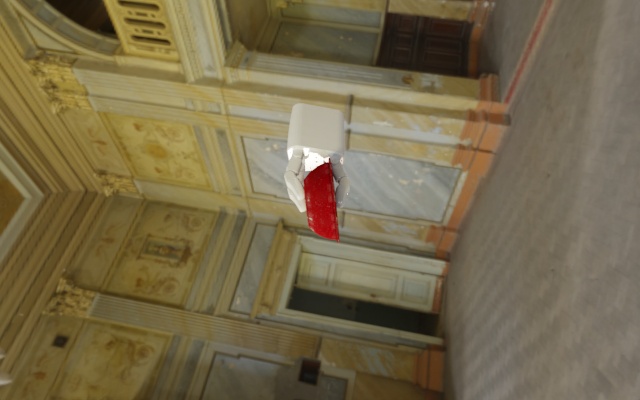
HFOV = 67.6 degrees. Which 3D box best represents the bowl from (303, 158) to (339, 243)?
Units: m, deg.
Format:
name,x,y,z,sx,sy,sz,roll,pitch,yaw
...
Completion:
name,x,y,z,sx,sy,sz,roll,pitch,yaw
bowl,0.000,0.004,0.896,0.055,0.162,0.162,-7,0,0
